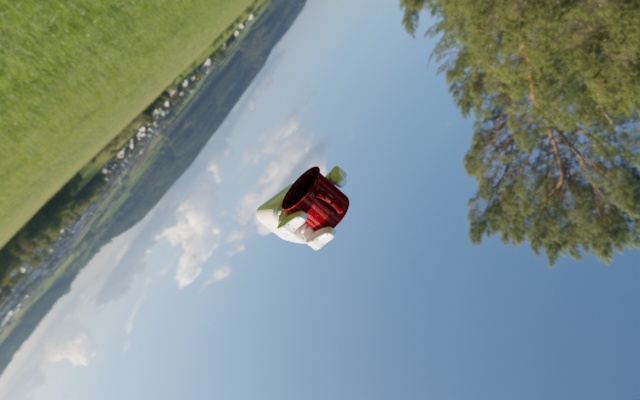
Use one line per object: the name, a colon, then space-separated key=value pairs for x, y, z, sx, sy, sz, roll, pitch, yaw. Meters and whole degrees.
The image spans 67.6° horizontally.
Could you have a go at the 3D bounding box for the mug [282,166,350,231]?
mug: x=0.001 y=0.003 z=0.801 sx=0.081 sy=0.093 sz=0.117 roll=40 pitch=-17 yaw=-21
